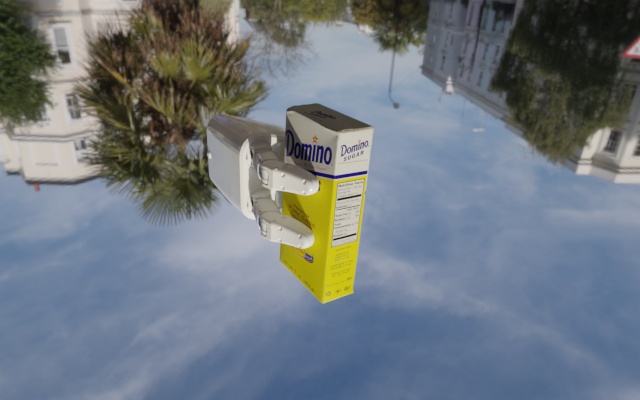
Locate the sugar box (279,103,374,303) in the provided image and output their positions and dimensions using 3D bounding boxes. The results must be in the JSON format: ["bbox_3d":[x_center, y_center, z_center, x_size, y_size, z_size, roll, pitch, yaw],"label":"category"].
[{"bbox_3d":[0.000,0.002,0.472,0.048,0.176,0.093,-14,30,-30],"label":"sugar box"}]
